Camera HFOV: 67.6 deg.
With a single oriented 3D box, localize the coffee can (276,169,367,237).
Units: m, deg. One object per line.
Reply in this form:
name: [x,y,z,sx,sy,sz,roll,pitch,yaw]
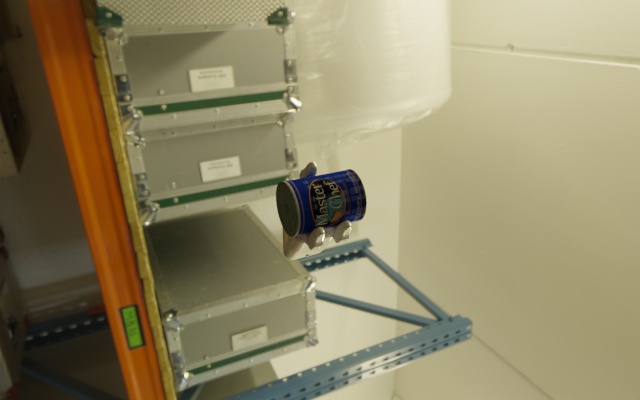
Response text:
coffee can: [0.000,0.003,0.890,0.140,0.103,0.103,-12,5,-23]
